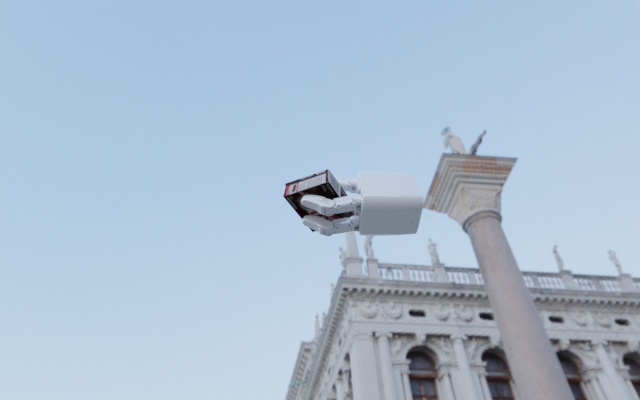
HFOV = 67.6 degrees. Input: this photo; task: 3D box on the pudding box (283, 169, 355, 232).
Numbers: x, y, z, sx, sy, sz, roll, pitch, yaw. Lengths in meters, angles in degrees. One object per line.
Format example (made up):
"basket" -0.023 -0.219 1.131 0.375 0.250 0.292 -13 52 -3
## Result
"pudding box" 0.000 0.003 0.857 0.090 0.039 0.114 -18 -48 21
